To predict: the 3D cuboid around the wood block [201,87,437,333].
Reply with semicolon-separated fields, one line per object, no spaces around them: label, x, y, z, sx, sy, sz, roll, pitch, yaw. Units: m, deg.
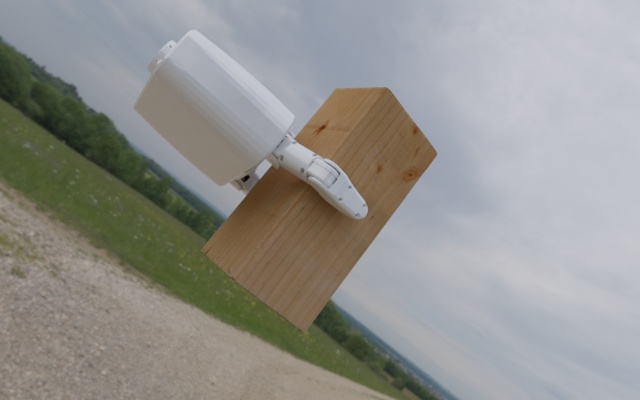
wood block;0.000;0.001;0.443;0.090;0.206;0.091;45;-13;-30
